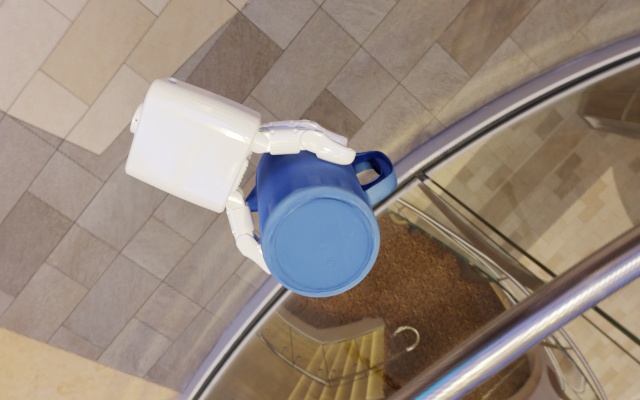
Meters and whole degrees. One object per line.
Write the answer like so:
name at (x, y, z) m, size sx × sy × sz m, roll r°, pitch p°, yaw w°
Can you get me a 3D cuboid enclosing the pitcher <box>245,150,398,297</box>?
pitcher at (0.000, 0.002, 0.532) m, size 0.145 × 0.149 × 0.242 m, roll 25°, pitch 13°, yaw -12°
